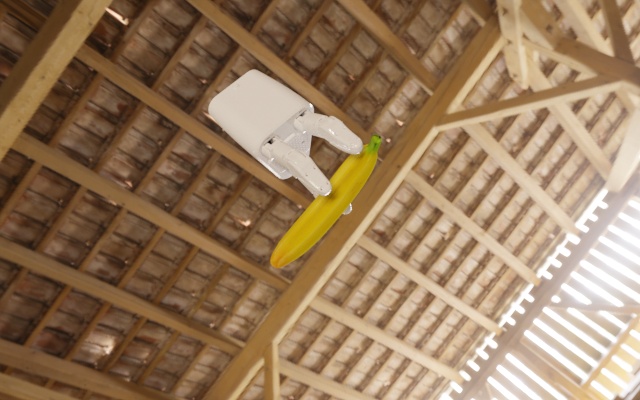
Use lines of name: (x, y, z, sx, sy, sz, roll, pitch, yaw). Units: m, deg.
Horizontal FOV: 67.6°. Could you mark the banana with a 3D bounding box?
banana: (0.009, 0.002, 0.585, 0.037, 0.198, 0.069, 40, 7, 21)
